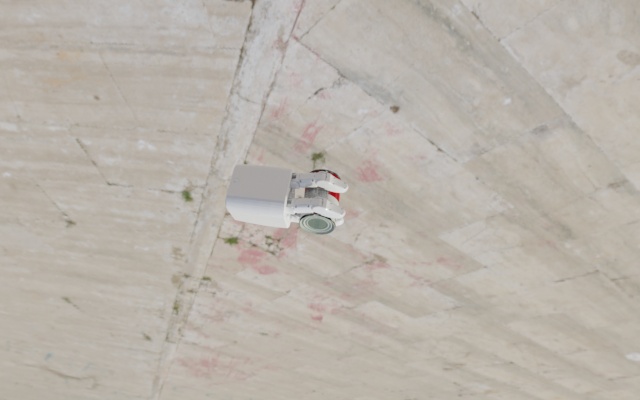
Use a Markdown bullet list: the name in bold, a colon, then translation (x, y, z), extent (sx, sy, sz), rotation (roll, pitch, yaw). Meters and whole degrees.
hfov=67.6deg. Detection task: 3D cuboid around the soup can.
- **soup can**: translation (0.001, 0.003, 0.873), extent (0.068, 0.102, 0.069), rotation (6, -34, 4)
